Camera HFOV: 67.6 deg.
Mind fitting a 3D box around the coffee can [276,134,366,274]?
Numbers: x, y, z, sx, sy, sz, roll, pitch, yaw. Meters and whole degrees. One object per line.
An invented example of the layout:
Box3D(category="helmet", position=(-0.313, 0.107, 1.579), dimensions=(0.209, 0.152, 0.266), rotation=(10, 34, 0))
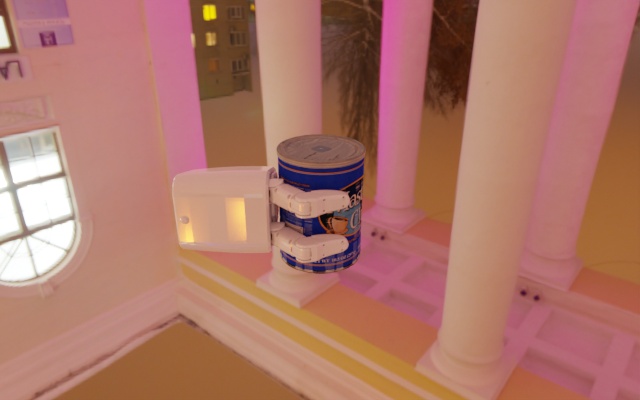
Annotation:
Box3D(category="coffee can", position=(0.000, 0.002, 0.578), dimensions=(0.103, 0.140, 0.102), rotation=(0, 25, 0))
